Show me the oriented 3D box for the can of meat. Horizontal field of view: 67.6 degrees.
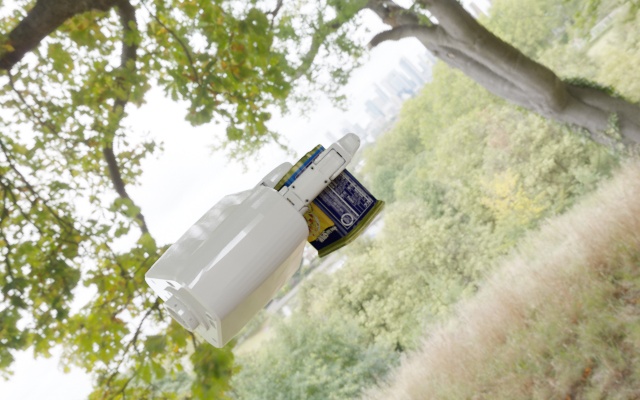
[{"bbox_3d":[0.000,0.001,0.461,0.057,0.084,0.102,-47,3,-26],"label":"can of meat"}]
